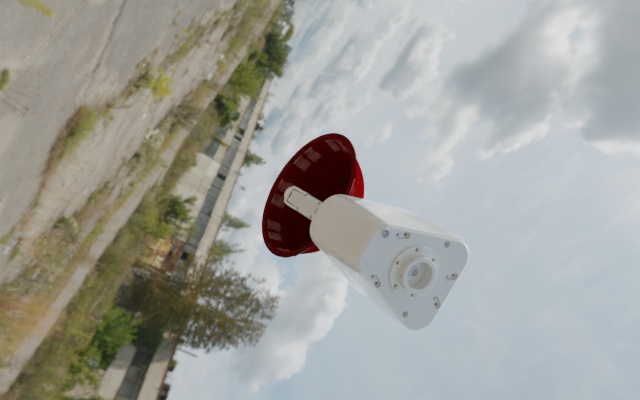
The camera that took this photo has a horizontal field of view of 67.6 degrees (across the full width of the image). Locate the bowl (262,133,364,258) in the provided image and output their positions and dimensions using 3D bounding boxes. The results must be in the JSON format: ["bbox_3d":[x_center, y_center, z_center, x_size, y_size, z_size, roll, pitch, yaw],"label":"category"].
[{"bbox_3d":[0.000,0.001,0.576,0.055,0.162,0.162,31,-18,-34],"label":"bowl"}]
